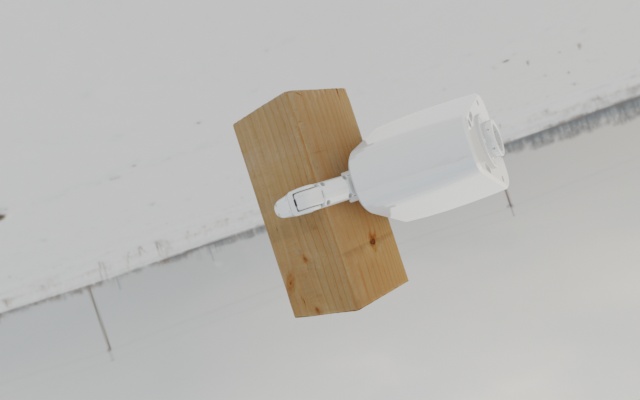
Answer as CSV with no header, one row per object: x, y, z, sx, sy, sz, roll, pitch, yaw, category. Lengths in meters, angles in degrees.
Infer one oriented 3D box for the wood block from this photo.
0.000,0.002,0.483,0.090,0.206,0.091,-19,-2,44,wood block
